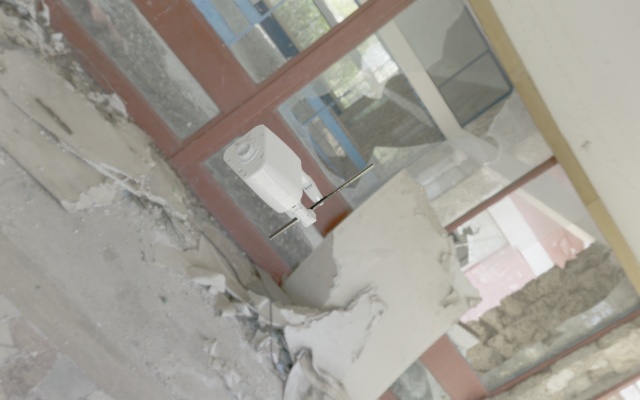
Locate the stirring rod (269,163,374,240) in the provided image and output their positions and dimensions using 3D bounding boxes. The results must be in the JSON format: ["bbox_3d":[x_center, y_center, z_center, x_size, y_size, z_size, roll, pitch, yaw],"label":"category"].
[{"bbox_3d":[0.000,0.003,0.890,0.239,0.011,0.011,-35,-7,10],"label":"stirring rod"}]
